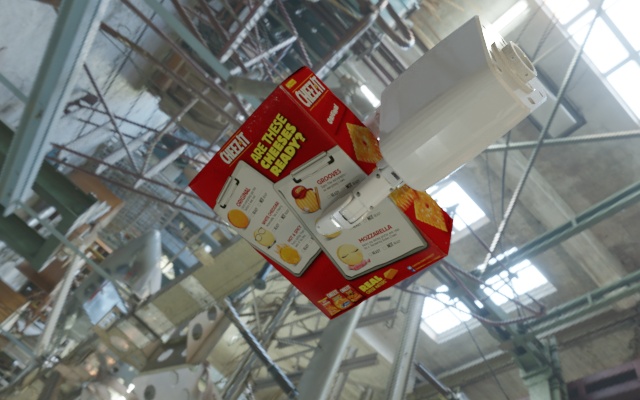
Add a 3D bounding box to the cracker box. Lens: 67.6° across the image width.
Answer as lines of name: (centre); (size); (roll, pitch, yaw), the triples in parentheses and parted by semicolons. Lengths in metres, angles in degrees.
cracker box: (0.000, 0.002, 0.482); (0.164, 0.214, 0.072); (-38, 12, 35)
